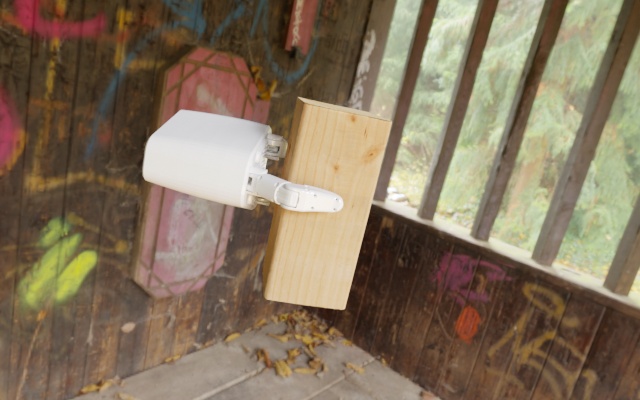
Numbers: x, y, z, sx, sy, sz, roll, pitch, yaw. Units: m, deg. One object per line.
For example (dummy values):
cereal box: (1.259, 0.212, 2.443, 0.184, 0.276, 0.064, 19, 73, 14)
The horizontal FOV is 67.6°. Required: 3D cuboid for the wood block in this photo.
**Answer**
wood block: (0.000, 0.002, 0.520, 0.090, 0.206, 0.090, 10, 14, -10)
